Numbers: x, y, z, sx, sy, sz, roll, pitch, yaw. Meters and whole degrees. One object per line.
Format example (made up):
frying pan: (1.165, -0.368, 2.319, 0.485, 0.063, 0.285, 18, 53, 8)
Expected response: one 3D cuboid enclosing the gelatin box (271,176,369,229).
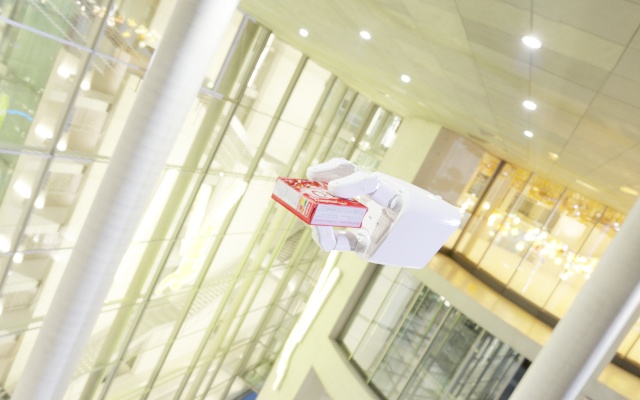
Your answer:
gelatin box: (0.000, 0.002, 0.548, 0.089, 0.030, 0.073, 6, 21, -45)
